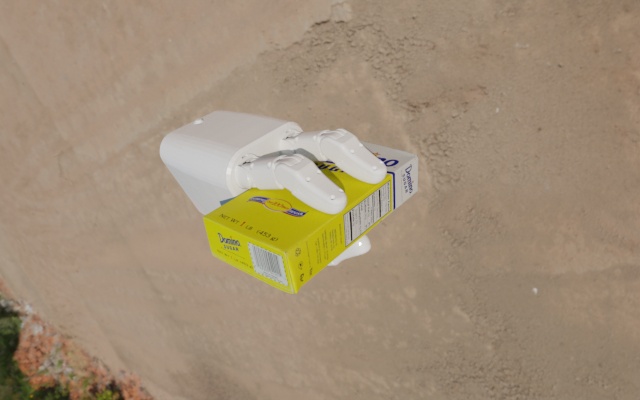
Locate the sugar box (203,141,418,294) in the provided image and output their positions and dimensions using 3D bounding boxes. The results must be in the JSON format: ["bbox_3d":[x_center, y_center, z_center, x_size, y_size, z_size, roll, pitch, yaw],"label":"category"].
[{"bbox_3d":[0.000,0.001,0.407,0.093,0.048,0.176,19,41,35],"label":"sugar box"}]
